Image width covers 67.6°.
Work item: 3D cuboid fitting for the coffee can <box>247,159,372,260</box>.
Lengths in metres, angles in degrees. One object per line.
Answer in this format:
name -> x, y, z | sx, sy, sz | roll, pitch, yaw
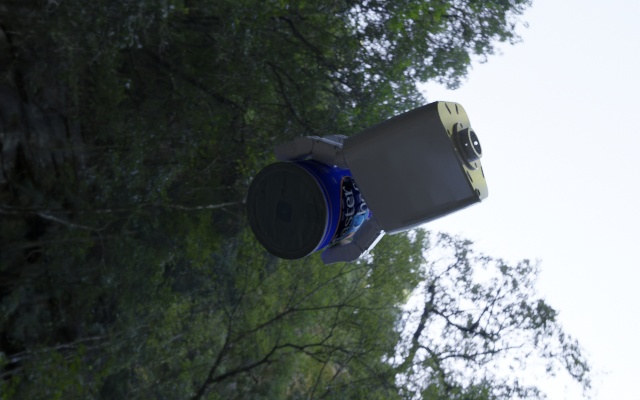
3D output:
coffee can -> 0.000, 0.002, 0.548 | 0.103, 0.103, 0.140 | 0, 8, 34
